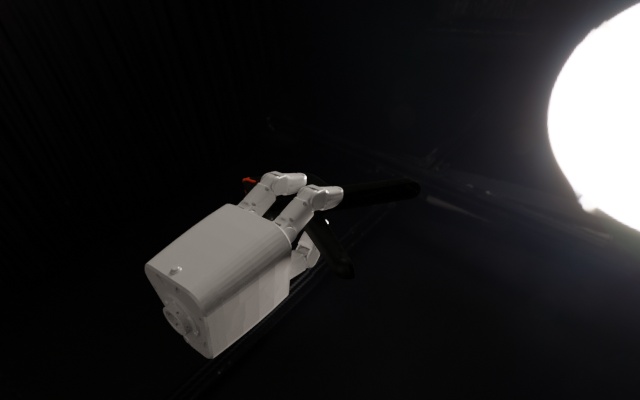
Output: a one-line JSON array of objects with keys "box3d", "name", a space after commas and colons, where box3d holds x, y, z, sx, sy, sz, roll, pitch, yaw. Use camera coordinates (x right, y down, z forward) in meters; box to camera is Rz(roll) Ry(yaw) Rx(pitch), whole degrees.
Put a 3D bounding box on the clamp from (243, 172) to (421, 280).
[{"box3d": [0.000, 0.002, 0.556, 0.210, 0.036, 0.164, 20, 44, 36], "name": "clamp"}]
